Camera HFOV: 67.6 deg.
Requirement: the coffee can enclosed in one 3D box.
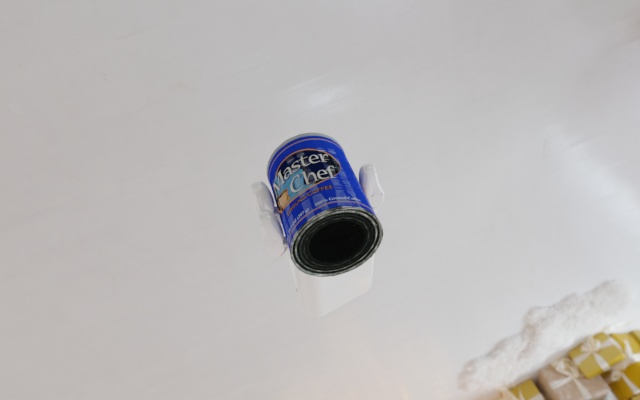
[{"bbox_3d":[0.000,0.002,0.552,0.103,0.103,0.140,0,40,-19],"label":"coffee can"}]
